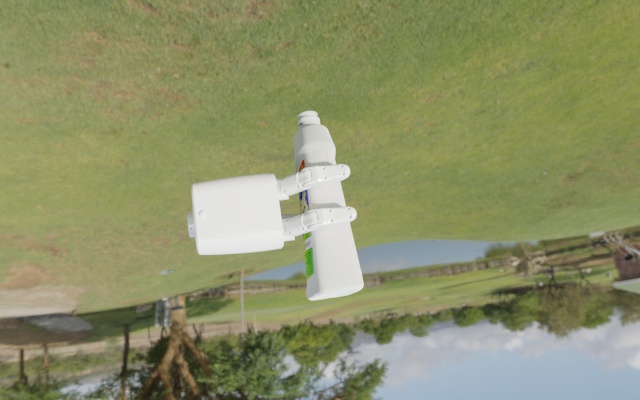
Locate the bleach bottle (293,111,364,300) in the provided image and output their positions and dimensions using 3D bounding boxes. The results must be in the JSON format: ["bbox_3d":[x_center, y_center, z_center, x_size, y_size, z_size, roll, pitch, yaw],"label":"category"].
[{"bbox_3d":[0.000,0.002,0.647,0.068,0.250,0.102,-6,-16,-13],"label":"bleach bottle"}]
